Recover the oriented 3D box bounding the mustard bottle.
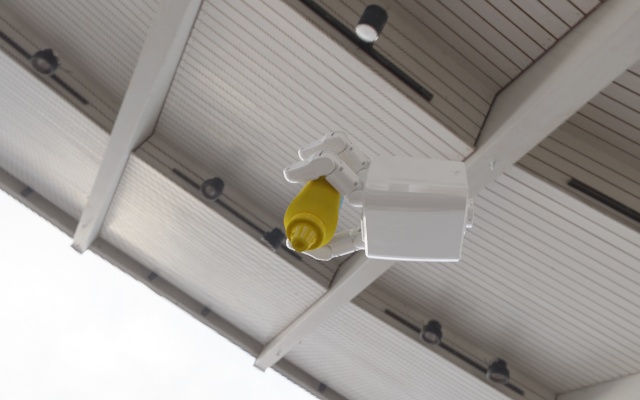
[{"bbox_3d":[0.000,0.002,0.560,0.058,0.096,0.191,24,30,0],"label":"mustard bottle"}]
